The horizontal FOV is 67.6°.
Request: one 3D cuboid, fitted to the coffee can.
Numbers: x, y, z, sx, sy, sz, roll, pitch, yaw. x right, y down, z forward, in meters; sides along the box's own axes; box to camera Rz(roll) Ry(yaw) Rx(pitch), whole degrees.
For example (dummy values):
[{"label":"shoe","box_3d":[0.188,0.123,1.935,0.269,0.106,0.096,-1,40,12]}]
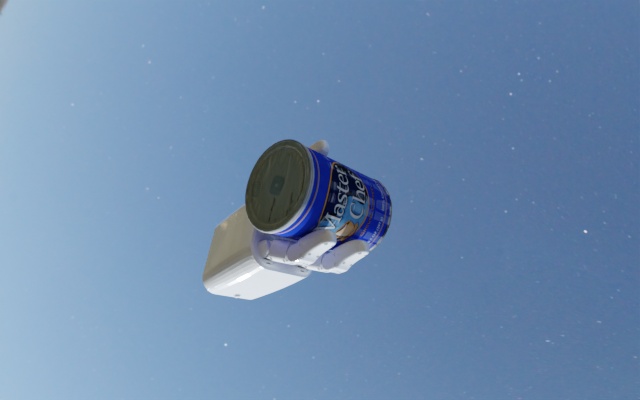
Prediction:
[{"label":"coffee can","box_3d":[0.000,0.002,0.549,0.103,0.102,0.140,0,-15,45]}]
